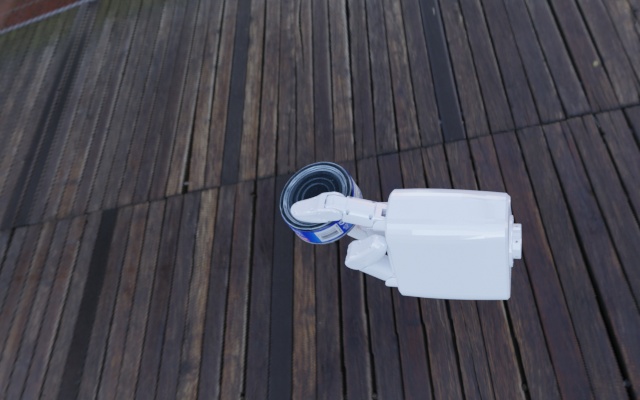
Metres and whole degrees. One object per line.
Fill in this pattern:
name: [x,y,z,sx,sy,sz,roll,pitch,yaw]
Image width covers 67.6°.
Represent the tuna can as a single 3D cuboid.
tuna can: [0.000,0.001,0.513,0.086,0.086,0.034,0,-29,27]
